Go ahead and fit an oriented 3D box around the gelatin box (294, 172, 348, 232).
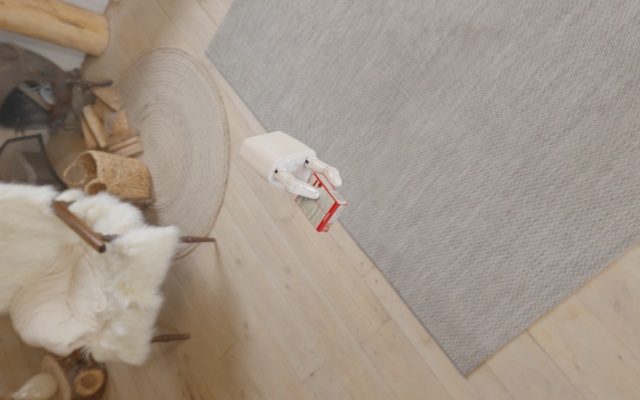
[{"bbox_3d":[0.000,0.003,0.882,0.030,0.073,0.089,3,40,-46],"label":"gelatin box"}]
